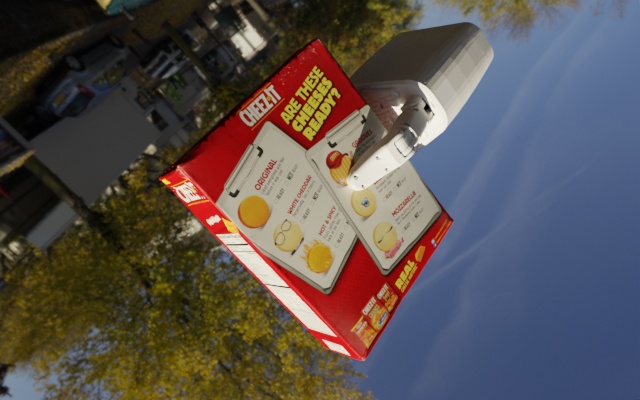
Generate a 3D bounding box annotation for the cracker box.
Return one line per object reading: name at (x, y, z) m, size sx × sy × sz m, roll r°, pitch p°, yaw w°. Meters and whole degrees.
cracker box at (0.000, 0.001, 0.412) m, size 0.164 × 0.214 × 0.072 m, roll -50°, pitch 20°, yaw -26°
